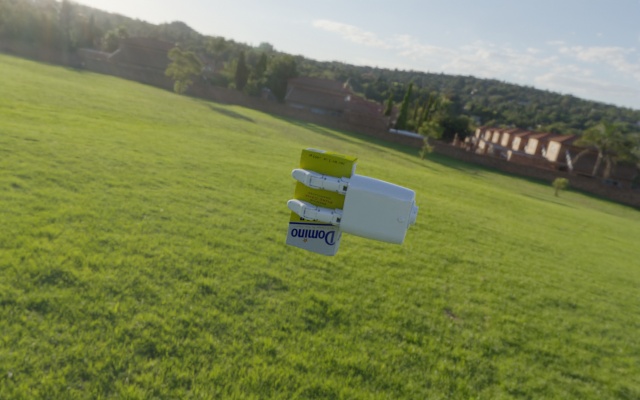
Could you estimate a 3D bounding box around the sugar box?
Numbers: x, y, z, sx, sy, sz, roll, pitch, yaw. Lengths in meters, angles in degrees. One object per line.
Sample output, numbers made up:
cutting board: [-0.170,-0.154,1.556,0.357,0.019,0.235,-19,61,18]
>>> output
sugar box: [0.000,0.003,0.831,0.093,0.176,0.048,14,14,12]
